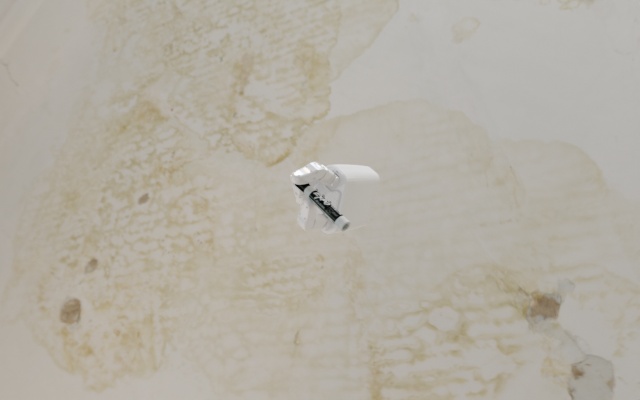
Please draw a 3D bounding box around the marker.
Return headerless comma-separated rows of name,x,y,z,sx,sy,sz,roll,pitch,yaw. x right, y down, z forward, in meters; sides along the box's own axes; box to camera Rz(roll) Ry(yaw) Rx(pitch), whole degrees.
marker,0.000,0.002,0.732,0.020,0.020,0.121,0,37,-51
